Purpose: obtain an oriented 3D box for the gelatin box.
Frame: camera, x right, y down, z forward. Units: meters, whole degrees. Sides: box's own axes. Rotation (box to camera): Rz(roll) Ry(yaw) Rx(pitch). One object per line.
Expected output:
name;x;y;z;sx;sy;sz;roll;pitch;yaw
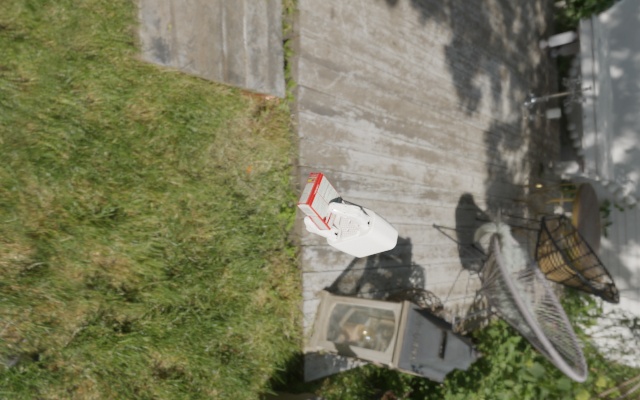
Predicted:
gelatin box;0.000;0.003;0.889;0.030;0.073;0.089;0;-34;35
